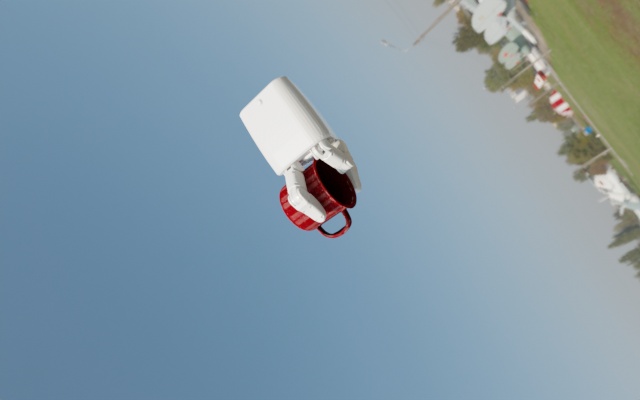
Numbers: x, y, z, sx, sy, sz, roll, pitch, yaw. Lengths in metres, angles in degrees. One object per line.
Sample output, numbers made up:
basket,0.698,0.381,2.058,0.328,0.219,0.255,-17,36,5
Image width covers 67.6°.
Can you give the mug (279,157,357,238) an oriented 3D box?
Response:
mug,0.001,0.004,0.709,0.081,0.117,0.093,-36,-5,27
